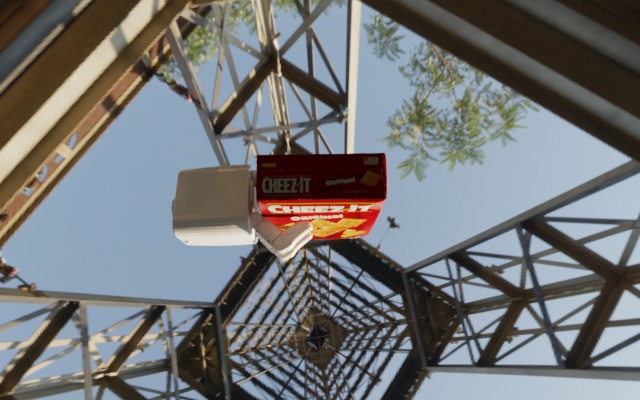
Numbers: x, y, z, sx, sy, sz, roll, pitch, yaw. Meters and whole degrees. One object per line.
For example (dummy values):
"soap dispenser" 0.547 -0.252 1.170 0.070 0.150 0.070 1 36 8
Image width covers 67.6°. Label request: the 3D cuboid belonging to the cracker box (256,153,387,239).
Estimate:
"cracker box" 0.000 0.002 0.688 0.164 0.072 0.214 -1 -16 -1
